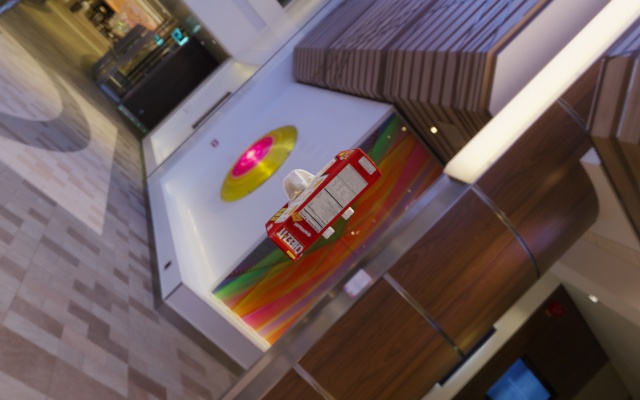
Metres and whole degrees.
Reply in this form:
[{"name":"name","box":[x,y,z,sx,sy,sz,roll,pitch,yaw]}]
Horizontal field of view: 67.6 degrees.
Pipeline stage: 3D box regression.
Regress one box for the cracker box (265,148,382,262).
[{"name":"cracker box","box":[0.000,0.003,0.868,0.213,0.072,0.164,-45,9,-3]}]
